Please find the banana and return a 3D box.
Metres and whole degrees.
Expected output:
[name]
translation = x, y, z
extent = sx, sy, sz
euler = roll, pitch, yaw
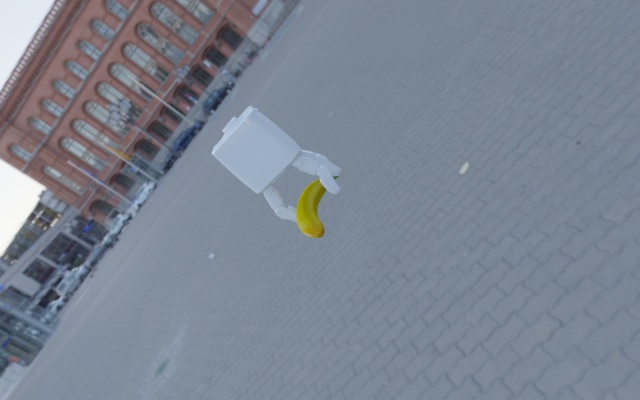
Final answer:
[banana]
translation = -0.013, 0.011, 0.831
extent = 0.070, 0.037, 0.197
euler = -36, 22, 27
